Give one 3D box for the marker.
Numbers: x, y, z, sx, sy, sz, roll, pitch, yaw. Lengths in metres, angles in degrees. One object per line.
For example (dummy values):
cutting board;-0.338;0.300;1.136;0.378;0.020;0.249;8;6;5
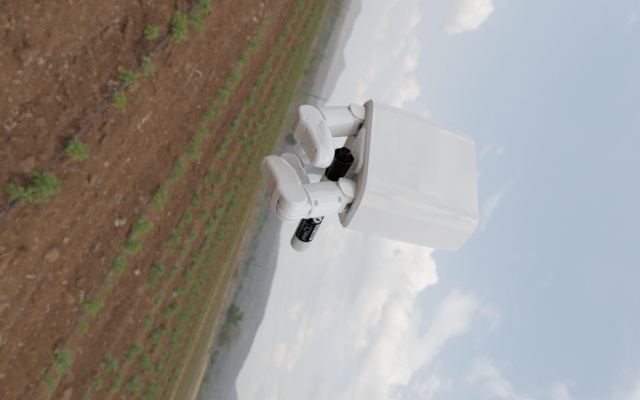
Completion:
marker;0.000;0.001;0.411;0.020;0.020;0.121;0;-42;-26
